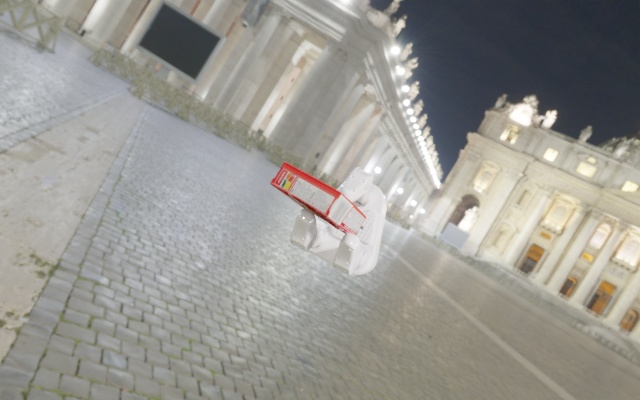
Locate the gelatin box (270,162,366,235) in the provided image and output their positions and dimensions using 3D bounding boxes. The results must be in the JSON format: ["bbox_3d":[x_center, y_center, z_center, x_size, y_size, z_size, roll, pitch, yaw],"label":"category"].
[{"bbox_3d":[0.000,0.001,0.489,0.073,0.030,0.089,30,-4,27],"label":"gelatin box"}]
